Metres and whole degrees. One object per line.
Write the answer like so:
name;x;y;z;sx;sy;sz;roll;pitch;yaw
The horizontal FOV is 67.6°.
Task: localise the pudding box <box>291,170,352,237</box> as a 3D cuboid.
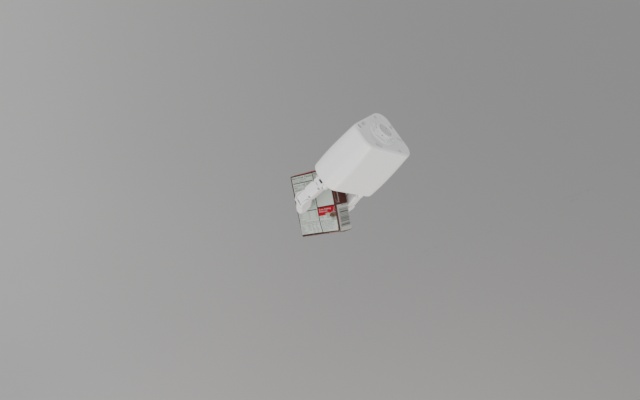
pudding box;0.000;0.003;0.834;0.090;0.113;0.039;-10;-1;40
